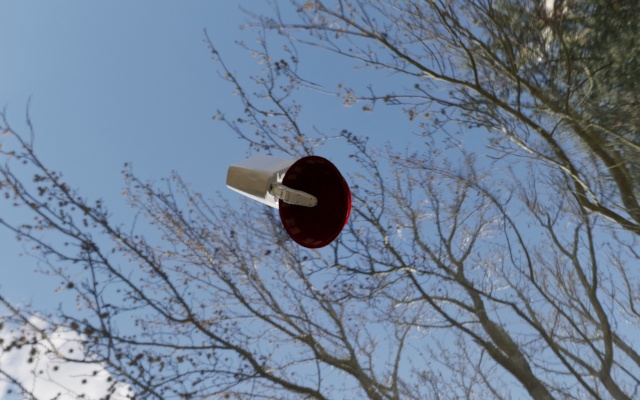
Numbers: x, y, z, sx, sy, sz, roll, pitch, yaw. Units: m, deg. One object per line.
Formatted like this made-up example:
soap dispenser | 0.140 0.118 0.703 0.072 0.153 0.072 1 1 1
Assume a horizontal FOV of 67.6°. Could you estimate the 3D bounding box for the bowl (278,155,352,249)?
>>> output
bowl | 0.001 0.003 0.841 0.162 0.162 0.055 0 0 41
